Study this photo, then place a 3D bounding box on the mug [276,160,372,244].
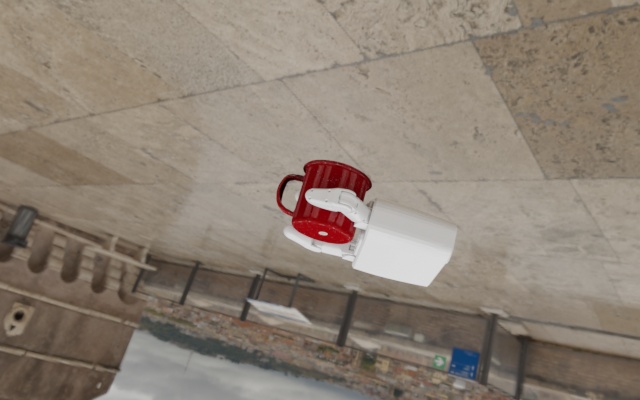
[{"bbox_3d":[-0.001,0.002,0.612,0.117,0.081,0.093,15,-19,3],"label":"mug"}]
